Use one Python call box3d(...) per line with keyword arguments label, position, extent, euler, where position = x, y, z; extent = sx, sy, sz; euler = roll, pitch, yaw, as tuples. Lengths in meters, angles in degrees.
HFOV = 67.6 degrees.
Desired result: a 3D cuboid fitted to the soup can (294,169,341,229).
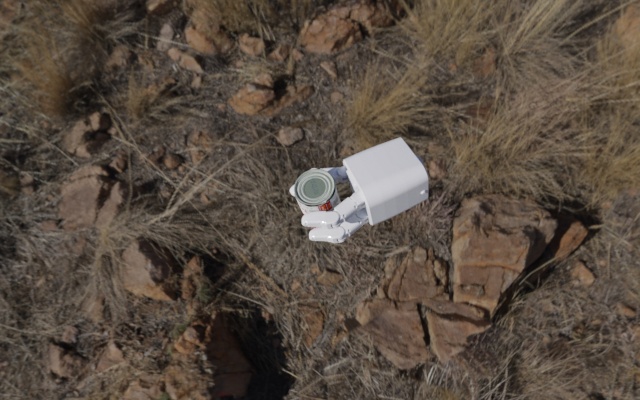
box3d(label="soup can", position=(0.000, 0.003, 0.777), extent=(0.068, 0.068, 0.102), euler=(0, -28, 12))
